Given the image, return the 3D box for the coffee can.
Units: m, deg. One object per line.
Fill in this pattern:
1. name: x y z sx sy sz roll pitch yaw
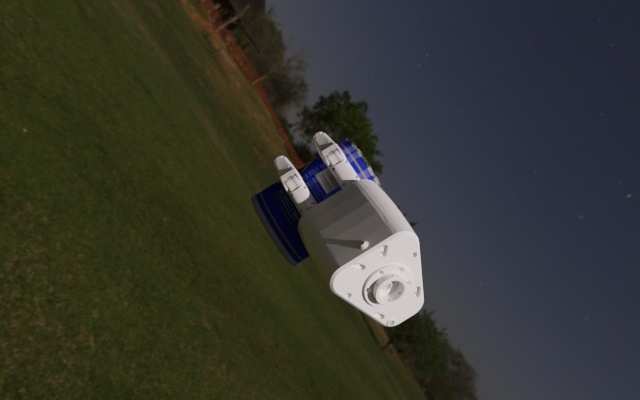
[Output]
1. coffee can: 0.000 0.002 0.595 0.140 0.103 0.103 -32 0 0
